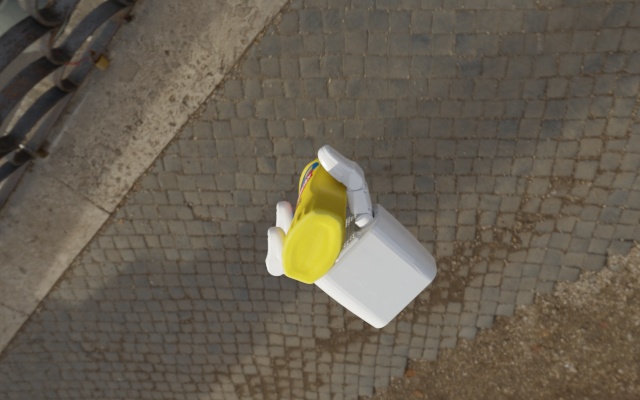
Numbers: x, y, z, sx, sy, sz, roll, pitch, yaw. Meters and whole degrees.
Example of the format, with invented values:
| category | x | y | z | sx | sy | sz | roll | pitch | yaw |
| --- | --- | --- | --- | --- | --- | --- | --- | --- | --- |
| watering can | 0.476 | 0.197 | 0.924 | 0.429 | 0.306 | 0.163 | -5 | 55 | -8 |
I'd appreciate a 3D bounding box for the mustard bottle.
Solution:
| category | x | y | z | sx | sy | sz | roll | pitch | yaw |
| --- | --- | --- | --- | --- | --- | --- | --- | --- | --- |
| mustard bottle | 0.000 | 0.002 | 0.560 | 0.058 | 0.096 | 0.191 | 19 | 31 | -5 |
